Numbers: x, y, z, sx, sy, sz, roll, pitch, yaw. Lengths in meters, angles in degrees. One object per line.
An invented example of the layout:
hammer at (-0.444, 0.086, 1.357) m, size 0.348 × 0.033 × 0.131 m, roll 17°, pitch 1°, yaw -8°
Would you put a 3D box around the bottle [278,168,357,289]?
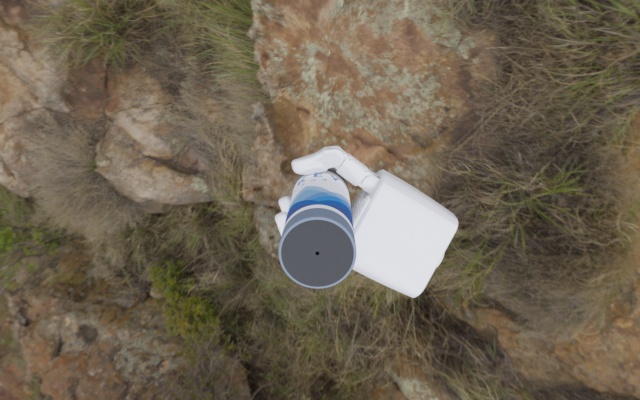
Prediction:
bottle at (0.000, 0.002, 0.544) m, size 0.069 × 0.069 × 0.295 m, roll 0°, pitch 17°, yaw 1°
